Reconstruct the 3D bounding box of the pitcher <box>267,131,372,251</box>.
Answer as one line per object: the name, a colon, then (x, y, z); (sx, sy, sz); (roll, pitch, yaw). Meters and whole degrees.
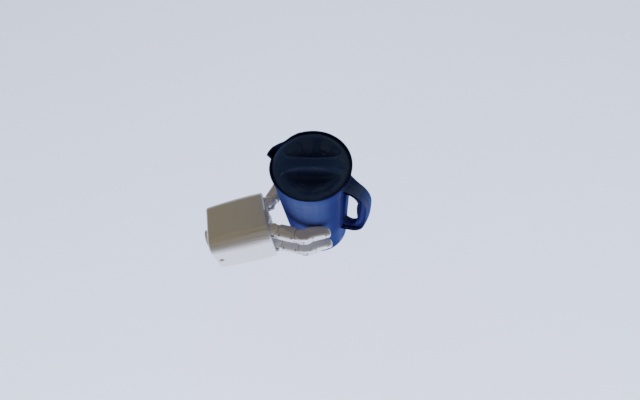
pitcher: (0.000, 0.003, 0.849); (0.145, 0.149, 0.243); (-16, -28, -4)
